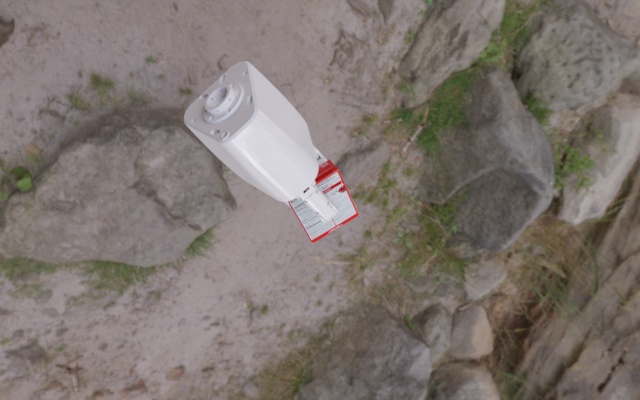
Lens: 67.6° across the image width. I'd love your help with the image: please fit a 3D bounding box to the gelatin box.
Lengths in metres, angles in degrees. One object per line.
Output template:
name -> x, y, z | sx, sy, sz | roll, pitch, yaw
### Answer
gelatin box -> 0.000, 0.002, 0.603 | 0.073, 0.089, 0.030 | -31, 41, -4
